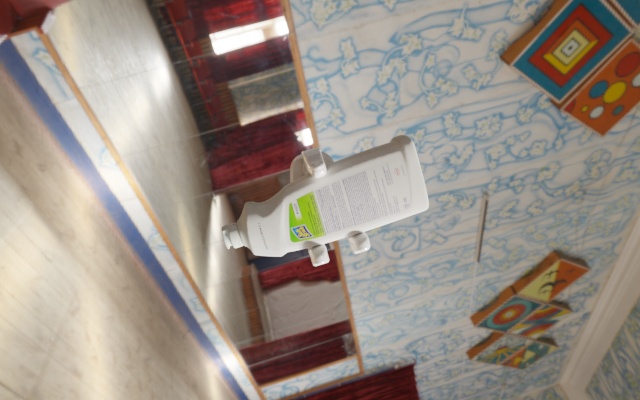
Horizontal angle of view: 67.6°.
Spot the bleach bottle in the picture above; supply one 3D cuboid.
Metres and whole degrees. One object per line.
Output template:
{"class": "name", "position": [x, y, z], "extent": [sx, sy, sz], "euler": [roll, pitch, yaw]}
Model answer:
{"class": "bleach bottle", "position": [0.000, 0.002, 0.592], "extent": [0.251, 0.102, 0.068], "euler": [-17, 8, -3]}
